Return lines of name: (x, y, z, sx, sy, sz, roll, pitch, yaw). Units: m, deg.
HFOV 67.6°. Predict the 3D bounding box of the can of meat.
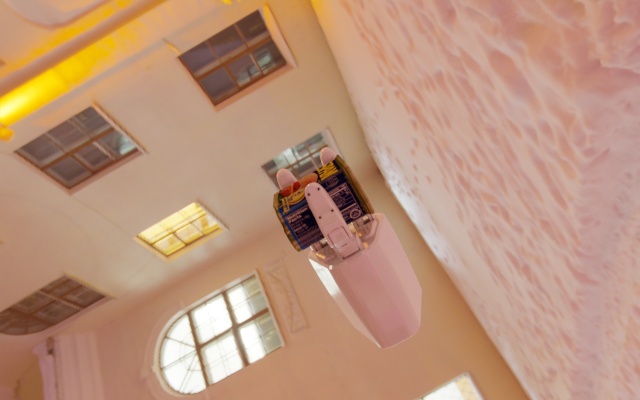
can of meat: (0.000, 0.002, 0.490, 0.084, 0.057, 0.102, -30, 13, 3)
